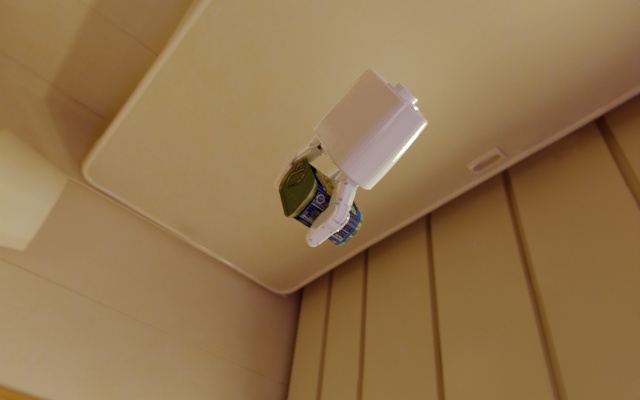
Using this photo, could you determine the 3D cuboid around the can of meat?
[{"bbox_3d":[0.000,0.002,0.606,0.084,0.057,0.102,34,16,-25],"label":"can of meat"}]
